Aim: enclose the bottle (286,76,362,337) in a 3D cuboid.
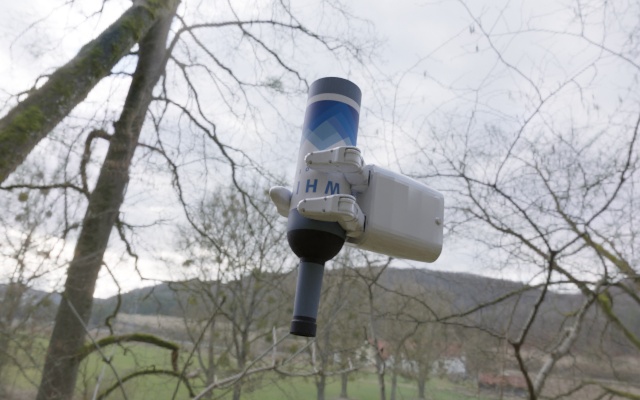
[{"bbox_3d":[0.000,0.002,0.540,0.069,0.295,0.069,7,-21,3],"label":"bottle"}]
